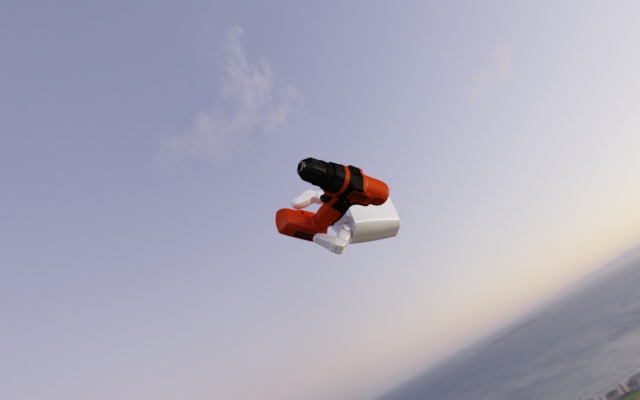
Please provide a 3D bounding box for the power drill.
[{"bbox_3d":[0.000,0.003,0.839,0.184,0.057,0.188,18,-39,-33],"label":"power drill"}]
